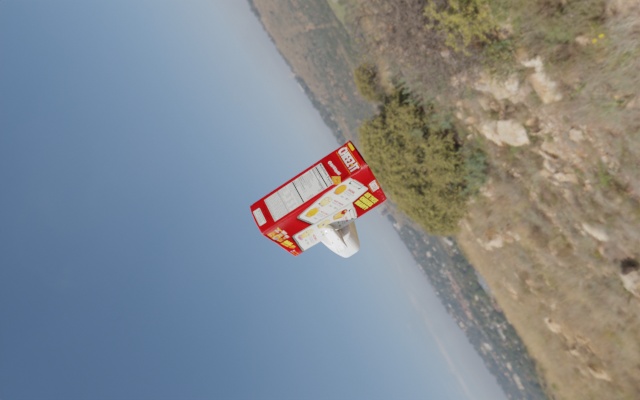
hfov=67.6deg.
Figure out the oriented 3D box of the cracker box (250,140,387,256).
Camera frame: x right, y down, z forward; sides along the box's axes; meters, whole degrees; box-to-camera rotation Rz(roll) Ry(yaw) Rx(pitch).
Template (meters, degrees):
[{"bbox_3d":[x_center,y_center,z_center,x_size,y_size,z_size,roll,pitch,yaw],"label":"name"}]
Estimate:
[{"bbox_3d":[0.000,0.003,0.873,0.214,0.072,0.164,-33,-27,5],"label":"cracker box"}]
